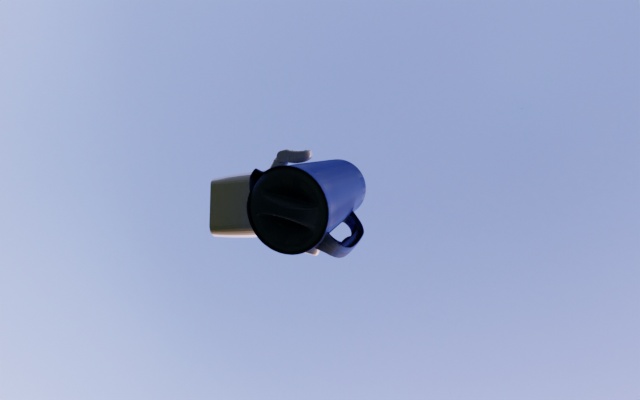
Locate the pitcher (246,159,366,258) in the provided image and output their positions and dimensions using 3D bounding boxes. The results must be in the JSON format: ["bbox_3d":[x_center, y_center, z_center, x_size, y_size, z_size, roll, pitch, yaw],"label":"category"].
[{"bbox_3d":[0.000,0.003,0.794,0.145,0.149,0.243,-5,8,23],"label":"pitcher"}]
